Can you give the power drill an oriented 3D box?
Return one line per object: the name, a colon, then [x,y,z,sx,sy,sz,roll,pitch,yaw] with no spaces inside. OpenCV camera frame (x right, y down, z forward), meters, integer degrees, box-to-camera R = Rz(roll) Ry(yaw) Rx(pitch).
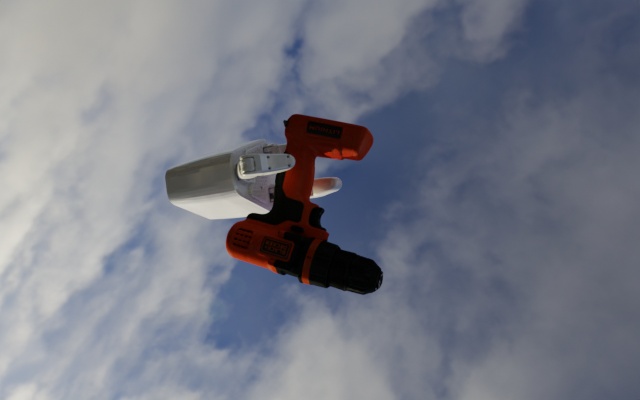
power drill: [0.000,0.001,0.548,0.184,0.187,0.057,14,-15,15]
